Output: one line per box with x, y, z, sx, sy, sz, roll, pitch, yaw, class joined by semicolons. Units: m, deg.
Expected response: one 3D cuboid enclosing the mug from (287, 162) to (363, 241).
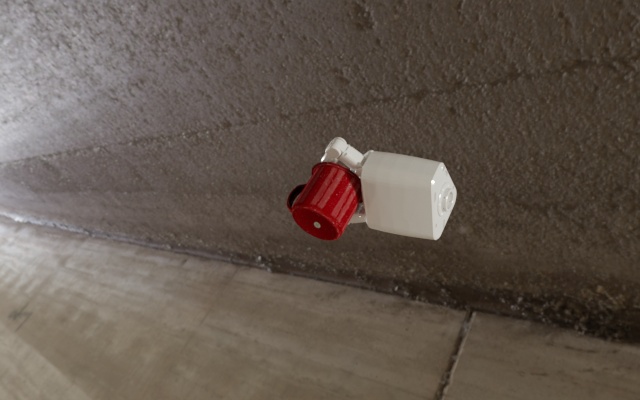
-0.001;0.002;0.705;0.117;0.081;0.093;11;-35;32;mug
